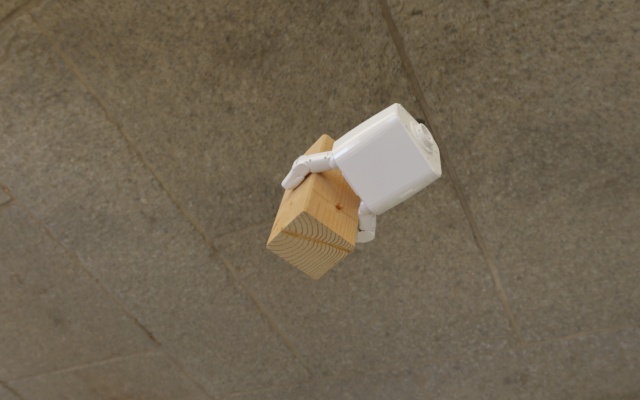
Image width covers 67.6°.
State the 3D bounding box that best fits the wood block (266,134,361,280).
[{"bbox_3d":[0.000,0.002,0.716,0.091,0.090,0.206,36,34,-16],"label":"wood block"}]
